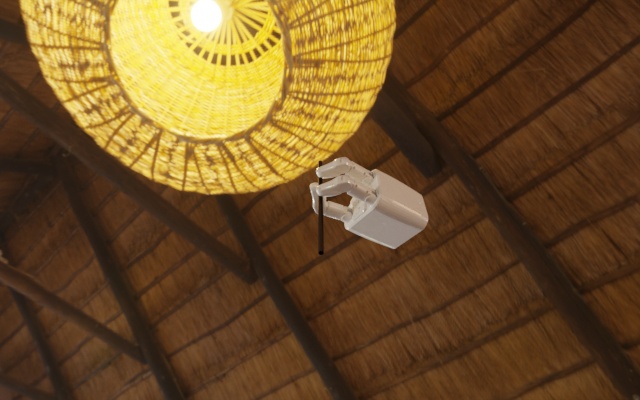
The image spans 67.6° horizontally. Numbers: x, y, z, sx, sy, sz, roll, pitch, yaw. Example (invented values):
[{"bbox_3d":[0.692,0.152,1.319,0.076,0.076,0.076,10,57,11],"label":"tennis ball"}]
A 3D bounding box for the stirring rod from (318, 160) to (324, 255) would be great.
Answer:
[{"bbox_3d":[0.000,0.003,0.776,0.011,0.011,0.239,0,37,0],"label":"stirring rod"}]
